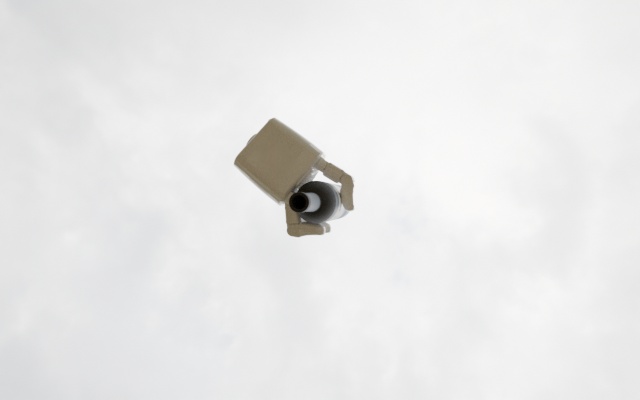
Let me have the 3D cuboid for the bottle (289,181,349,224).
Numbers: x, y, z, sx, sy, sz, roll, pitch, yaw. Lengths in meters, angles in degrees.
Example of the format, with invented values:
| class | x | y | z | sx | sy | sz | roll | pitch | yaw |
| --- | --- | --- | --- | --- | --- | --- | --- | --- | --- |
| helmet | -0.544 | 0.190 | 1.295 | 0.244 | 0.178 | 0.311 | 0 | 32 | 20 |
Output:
| class | x | y | z | sx | sy | sz | roll | pitch | yaw |
| --- | --- | --- | --- | --- | --- | --- | --- | --- | --- |
| bottle | 0.000 | 0.003 | 0.768 | 0.069 | 0.069 | 0.296 | 0 | 0 | 11 |
